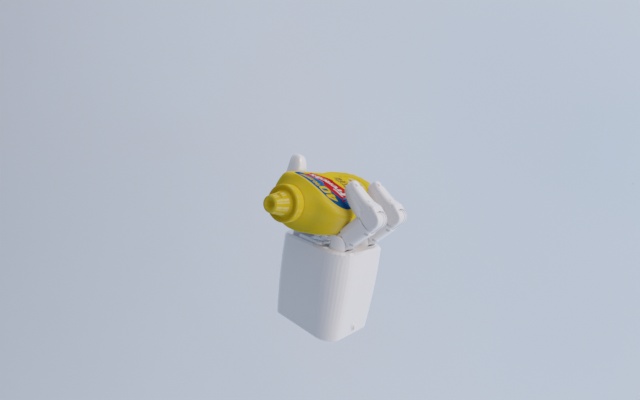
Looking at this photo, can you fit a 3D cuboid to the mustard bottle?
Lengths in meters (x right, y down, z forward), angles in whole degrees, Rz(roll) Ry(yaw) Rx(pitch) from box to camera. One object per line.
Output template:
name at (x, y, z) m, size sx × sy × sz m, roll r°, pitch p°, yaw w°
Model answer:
mustard bottle at (0.000, 0.002, 0.560) m, size 0.096 × 0.058 × 0.191 m, roll 40°, pitch 22°, yaw 26°
